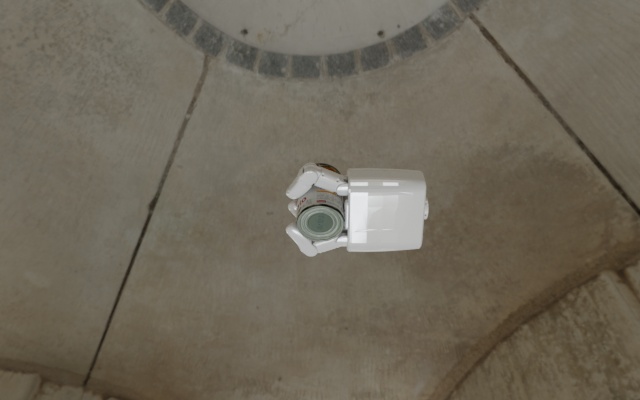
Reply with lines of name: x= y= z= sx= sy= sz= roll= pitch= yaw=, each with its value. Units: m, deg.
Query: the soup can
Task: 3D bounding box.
soup can: x=0.000 y=0.002 z=0.687 sx=0.068 sy=0.069 sz=0.102 roll=0 pitch=38 yaw=0
